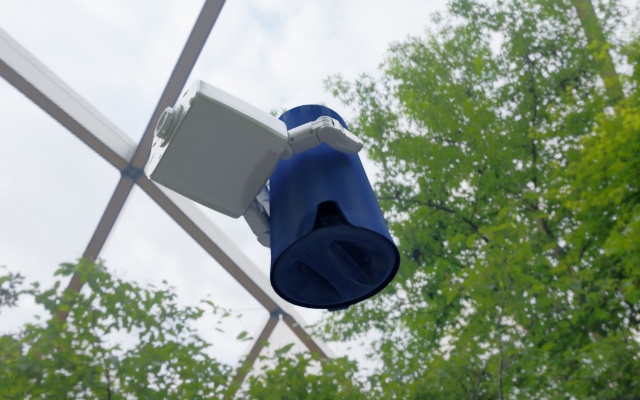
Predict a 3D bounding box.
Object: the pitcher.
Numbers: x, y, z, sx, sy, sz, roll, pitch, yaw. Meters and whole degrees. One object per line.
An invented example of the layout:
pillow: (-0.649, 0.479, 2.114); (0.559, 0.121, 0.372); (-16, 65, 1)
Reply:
pitcher: (0.000, 0.002, 0.568); (0.145, 0.242, 0.149); (26, -56, -30)
